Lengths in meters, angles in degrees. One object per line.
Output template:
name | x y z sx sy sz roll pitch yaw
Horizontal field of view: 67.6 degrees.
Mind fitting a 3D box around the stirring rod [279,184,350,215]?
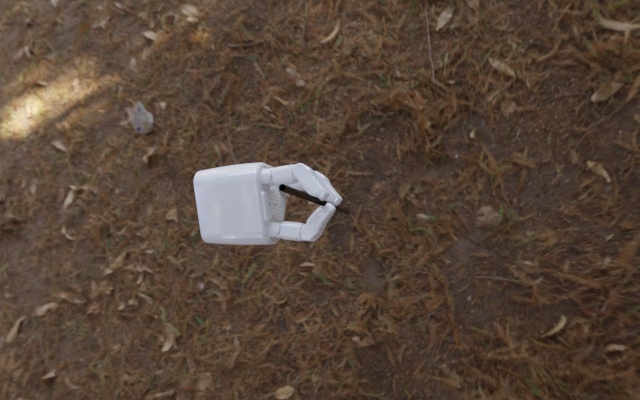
stirring rod | 0.000 0.002 0.629 0.011 0.011 0.239 0 -8 20
